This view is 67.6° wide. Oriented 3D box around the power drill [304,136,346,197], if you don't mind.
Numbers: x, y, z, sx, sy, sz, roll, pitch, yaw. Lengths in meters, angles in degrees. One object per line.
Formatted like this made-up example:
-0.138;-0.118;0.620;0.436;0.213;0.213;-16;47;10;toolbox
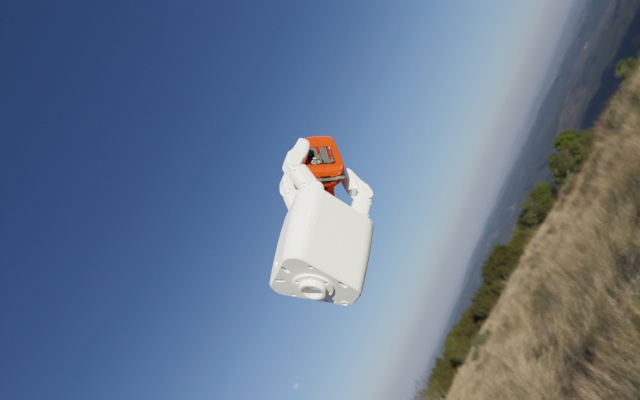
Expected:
0.000;0.002;0.721;0.057;0.188;0.184;-7;34;-7;power drill
